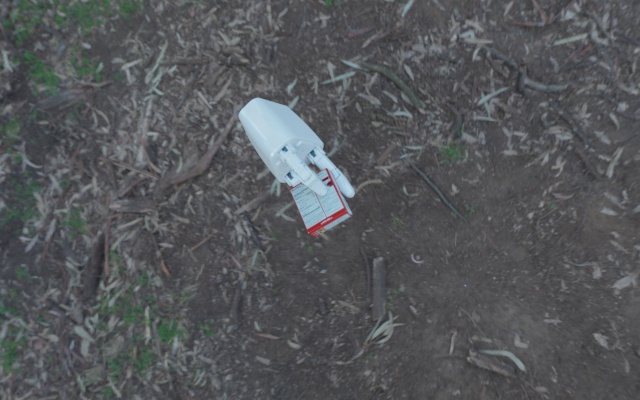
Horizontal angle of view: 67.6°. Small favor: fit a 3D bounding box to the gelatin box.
[{"bbox_3d":[0.000,0.003,0.768,0.073,0.089,0.030,-31,-27,12],"label":"gelatin box"}]
